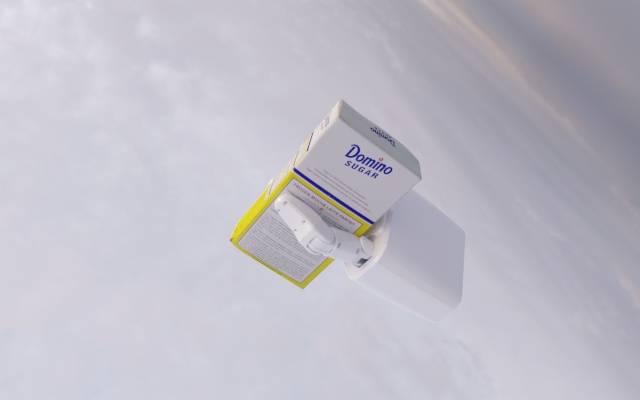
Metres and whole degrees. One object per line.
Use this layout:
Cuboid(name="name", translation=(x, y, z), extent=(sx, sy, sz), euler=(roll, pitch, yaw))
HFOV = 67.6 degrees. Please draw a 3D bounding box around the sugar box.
Cuboid(name="sugar box", translation=(0.000, 0.001, 0.448), extent=(0.093, 0.176, 0.048), euler=(35, 30, -16))
